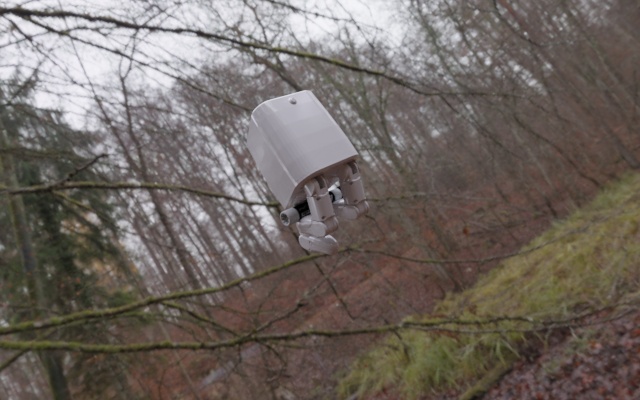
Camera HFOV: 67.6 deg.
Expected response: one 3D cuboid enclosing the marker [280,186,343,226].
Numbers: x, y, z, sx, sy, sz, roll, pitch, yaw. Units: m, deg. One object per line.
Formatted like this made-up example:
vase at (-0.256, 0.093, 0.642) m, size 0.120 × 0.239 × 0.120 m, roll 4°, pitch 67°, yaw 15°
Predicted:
marker at (0.000, 0.002, 0.601) m, size 0.121 × 0.020 × 0.020 m, roll -26°, pitch 17°, yaw -39°
